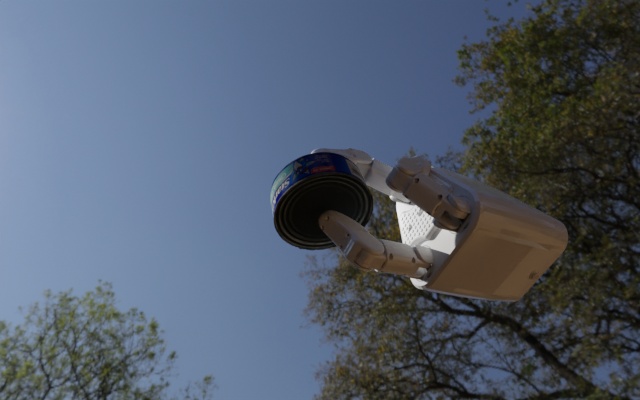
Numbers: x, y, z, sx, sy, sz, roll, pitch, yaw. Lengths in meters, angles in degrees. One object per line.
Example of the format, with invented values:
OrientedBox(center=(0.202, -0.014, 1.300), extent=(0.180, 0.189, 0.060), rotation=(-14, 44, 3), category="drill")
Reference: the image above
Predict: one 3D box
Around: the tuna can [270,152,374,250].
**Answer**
OrientedBox(center=(0.000, 0.001, 0.411), extent=(0.086, 0.086, 0.033), rotation=(0, 40, -16), category="tuna can")
